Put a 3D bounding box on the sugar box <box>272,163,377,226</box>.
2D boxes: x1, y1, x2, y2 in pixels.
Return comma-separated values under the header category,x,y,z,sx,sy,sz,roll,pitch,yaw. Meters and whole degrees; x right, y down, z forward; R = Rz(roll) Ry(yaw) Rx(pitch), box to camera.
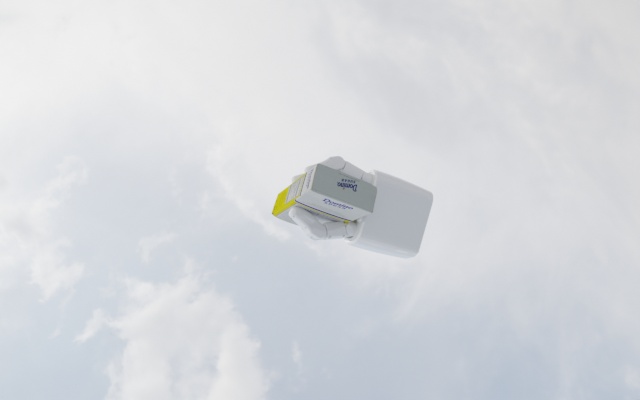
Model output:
category,x,y,z,sx,sy,sz,roll,pitch,yaw
sugar box,0.000,0.002,0.693,0.093,0.048,0.176,20,-22,-18
